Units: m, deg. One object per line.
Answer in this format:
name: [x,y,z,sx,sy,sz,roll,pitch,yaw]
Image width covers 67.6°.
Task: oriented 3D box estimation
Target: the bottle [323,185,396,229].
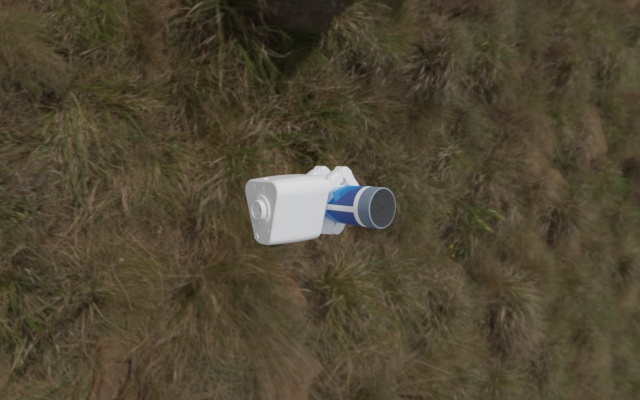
bottle: [0.000,0.003,0.868,0.069,0.069,0.295,0,4,-43]
